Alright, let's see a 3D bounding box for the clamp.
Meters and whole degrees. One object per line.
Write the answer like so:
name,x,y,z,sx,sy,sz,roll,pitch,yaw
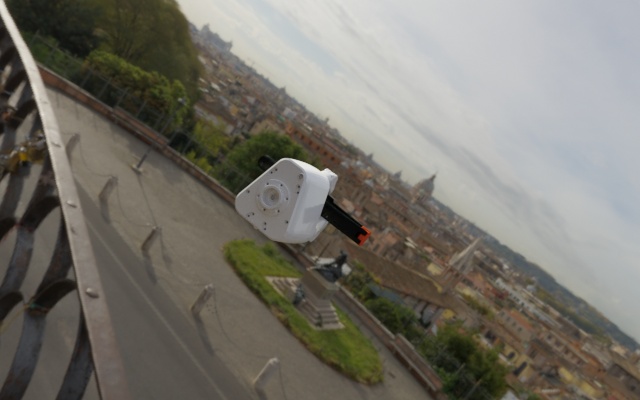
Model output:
clamp,0.001,0.002,0.814,0.210,0.036,0.164,38,5,16
